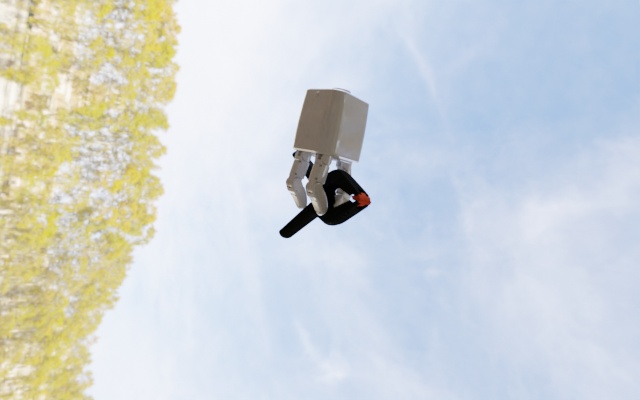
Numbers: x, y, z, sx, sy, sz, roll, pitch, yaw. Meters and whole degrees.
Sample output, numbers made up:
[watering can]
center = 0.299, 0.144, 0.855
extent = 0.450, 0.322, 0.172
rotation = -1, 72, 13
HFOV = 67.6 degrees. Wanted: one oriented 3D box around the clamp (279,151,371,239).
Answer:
[clamp]
center = 0.001, 0.003, 0.823
extent = 0.036, 0.164, 0.210
rotation = 11, 3, -40
